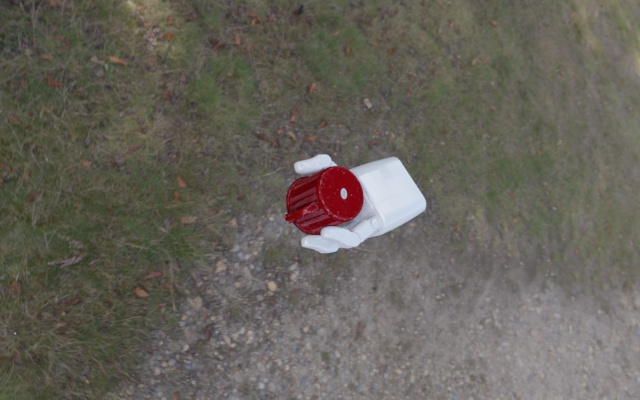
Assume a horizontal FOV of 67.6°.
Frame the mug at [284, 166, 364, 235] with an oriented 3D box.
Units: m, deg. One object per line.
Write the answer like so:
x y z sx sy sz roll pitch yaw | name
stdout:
-0.001 0.003 0.687 0.117 0.093 0.081 -24 0 -37 | mug
